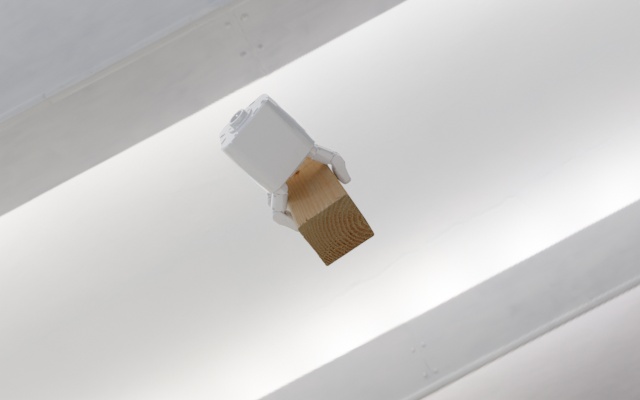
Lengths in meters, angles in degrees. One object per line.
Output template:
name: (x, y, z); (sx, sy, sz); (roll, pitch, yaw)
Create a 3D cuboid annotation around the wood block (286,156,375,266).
wood block: (0.000, 0.002, 0.790); (0.091, 0.090, 0.206); (-34, 29, 3)
